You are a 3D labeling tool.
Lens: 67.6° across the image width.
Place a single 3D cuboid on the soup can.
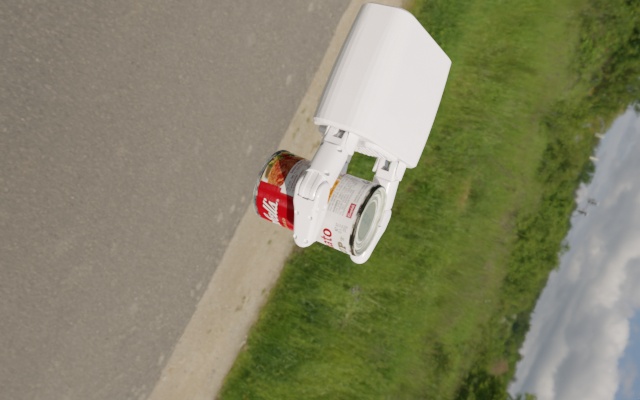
[{"bbox_3d":[0.000,0.002,0.431,0.102,0.068,0.068,21,8,22],"label":"soup can"}]
